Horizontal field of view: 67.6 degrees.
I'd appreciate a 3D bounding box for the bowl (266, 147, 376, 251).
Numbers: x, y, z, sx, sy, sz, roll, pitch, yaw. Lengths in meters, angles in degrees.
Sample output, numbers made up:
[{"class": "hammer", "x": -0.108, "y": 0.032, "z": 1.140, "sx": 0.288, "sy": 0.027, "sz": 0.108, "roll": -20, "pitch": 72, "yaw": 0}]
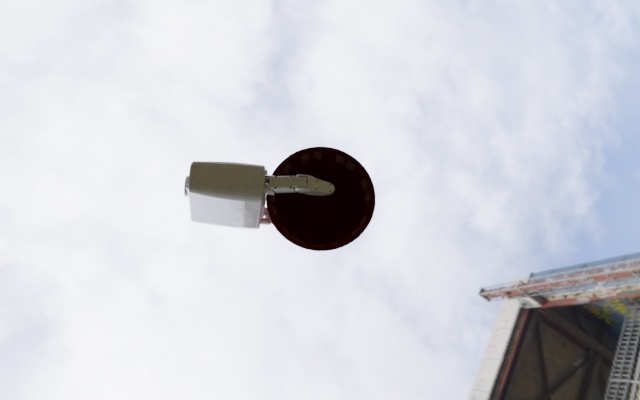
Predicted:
[{"class": "bowl", "x": 0.001, "y": 0.003, "z": 0.724, "sx": 0.162, "sy": 0.162, "sz": 0.055, "roll": 0, "pitch": -18, "yaw": -1}]
